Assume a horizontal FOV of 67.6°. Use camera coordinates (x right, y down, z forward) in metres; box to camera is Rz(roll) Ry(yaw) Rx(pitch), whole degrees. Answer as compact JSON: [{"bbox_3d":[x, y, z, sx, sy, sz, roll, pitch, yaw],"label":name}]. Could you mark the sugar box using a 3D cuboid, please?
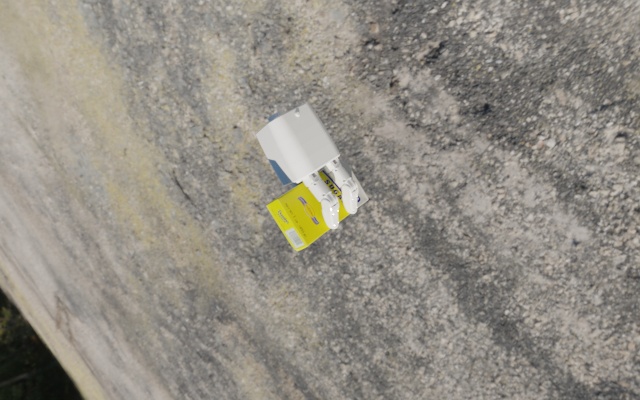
[{"bbox_3d":[0.000,0.002,0.825,0.176,0.093,0.048,-35,6,-37],"label":"sugar box"}]
